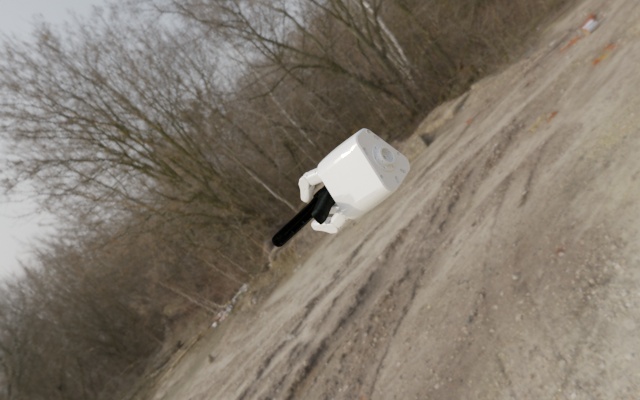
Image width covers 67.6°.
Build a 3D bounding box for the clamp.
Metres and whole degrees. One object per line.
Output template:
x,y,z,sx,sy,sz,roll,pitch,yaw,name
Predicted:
0.000,0.002,0.880,0.164,0.036,0.210,-33,12,46,clamp
